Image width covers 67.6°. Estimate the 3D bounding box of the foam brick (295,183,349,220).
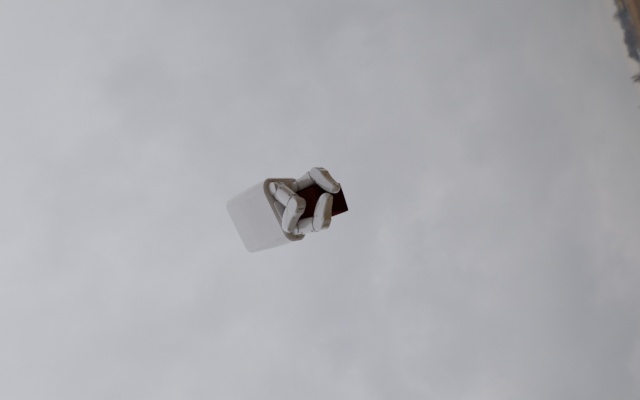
[{"bbox_3d":[0.000,0.003,0.816,0.051,0.053,0.078,-23,-11,36],"label":"foam brick"}]
